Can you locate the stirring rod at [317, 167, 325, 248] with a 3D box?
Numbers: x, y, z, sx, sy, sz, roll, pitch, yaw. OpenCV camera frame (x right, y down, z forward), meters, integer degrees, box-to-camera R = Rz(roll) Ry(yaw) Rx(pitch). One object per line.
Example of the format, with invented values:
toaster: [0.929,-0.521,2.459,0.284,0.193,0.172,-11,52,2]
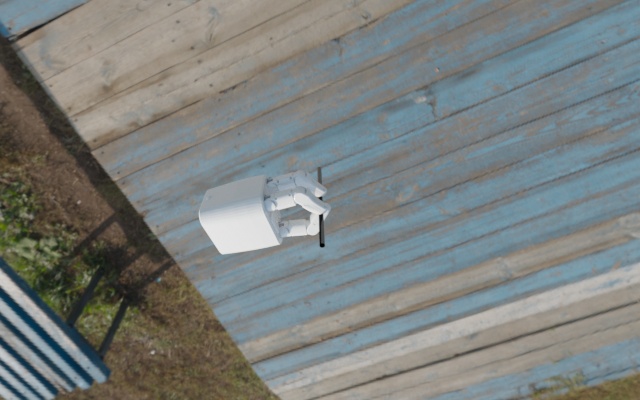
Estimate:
stirring rod: [0.000,0.003,0.785,0.011,0.011,0.239,0,31,-1]
